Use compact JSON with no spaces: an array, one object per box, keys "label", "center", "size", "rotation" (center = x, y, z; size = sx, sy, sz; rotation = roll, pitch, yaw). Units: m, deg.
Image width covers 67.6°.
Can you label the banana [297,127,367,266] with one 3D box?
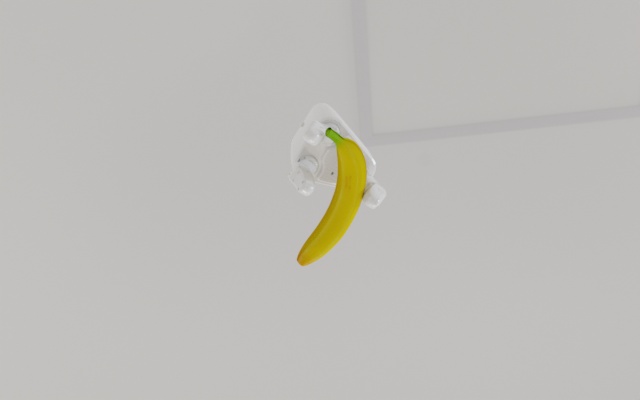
[{"label":"banana","center":[0.019,0.001,0.613],"size":[0.069,0.198,0.037],"rotation":[7,26,-12]}]
